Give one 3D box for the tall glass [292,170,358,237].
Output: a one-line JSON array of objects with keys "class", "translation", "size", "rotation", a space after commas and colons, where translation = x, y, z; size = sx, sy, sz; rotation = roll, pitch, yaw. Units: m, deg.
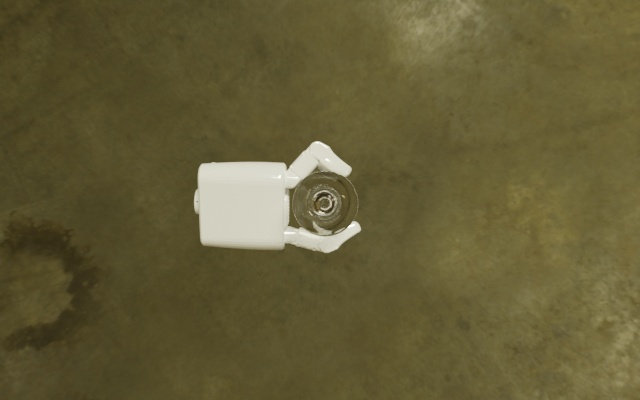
[{"class": "tall glass", "translation": [0.000, 0.002, 0.632], "size": [0.079, 0.079, 0.201], "rotation": [0, 1, -3]}]
